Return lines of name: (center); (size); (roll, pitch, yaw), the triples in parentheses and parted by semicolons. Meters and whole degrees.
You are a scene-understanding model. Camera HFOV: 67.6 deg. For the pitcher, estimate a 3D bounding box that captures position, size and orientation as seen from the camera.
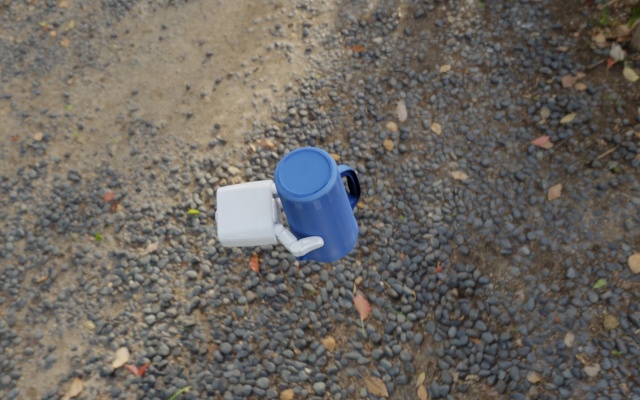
pitcher: (0.000, 0.003, 0.883); (0.145, 0.149, 0.243); (-5, -29, 7)
